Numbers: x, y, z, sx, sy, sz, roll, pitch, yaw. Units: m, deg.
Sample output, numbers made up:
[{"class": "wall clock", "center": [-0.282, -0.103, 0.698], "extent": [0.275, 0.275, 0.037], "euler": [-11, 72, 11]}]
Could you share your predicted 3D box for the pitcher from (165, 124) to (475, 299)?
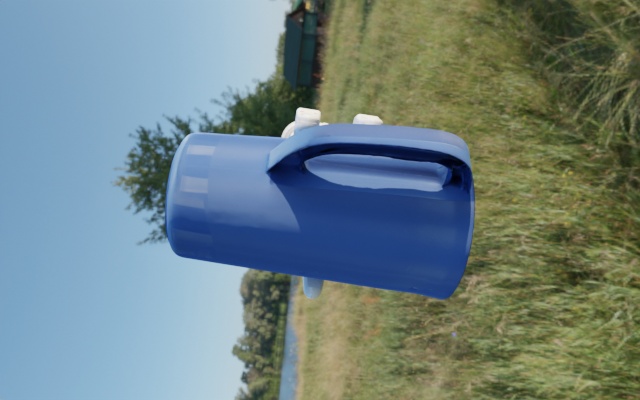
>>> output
[{"class": "pitcher", "center": [0.000, 0.001, 0.409], "extent": [0.243, 0.149, 0.145], "euler": [6, 12, -4]}]
